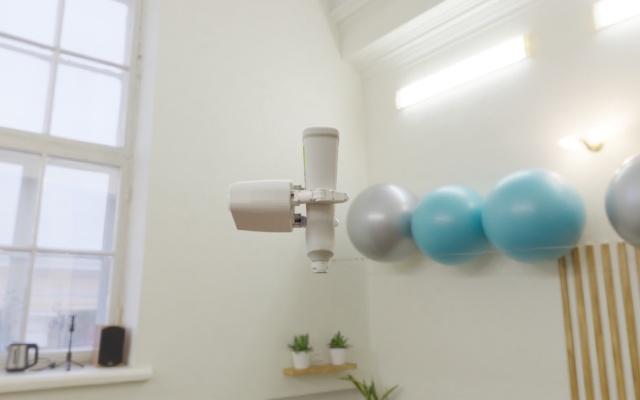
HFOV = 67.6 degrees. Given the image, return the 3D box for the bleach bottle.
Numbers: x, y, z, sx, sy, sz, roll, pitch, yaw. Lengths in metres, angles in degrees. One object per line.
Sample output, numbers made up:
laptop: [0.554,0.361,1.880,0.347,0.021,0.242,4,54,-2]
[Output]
bleach bottle: [0.000,0.003,0.856,0.068,0.250,0.102,0,-12,0]
